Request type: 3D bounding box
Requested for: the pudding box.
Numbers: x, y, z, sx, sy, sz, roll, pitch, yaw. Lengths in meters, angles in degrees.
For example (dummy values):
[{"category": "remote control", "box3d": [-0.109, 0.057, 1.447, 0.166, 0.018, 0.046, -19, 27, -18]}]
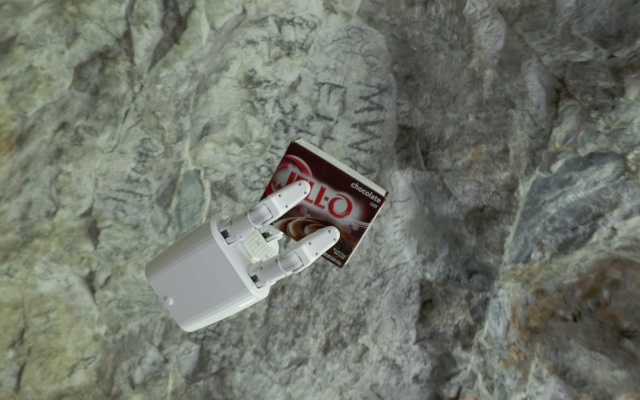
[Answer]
[{"category": "pudding box", "box3d": [0.000, 0.002, 0.492, 0.113, 0.090, 0.039, 31, 19, 3]}]
